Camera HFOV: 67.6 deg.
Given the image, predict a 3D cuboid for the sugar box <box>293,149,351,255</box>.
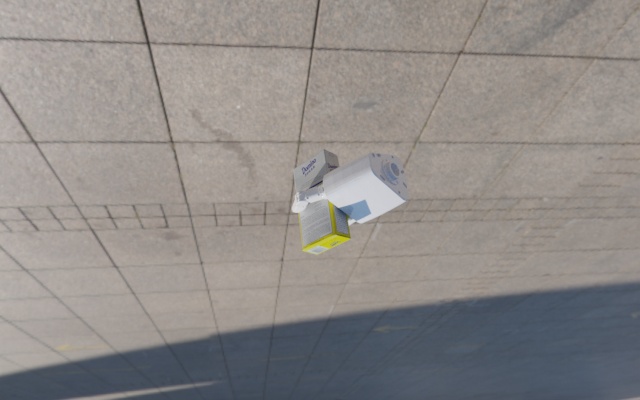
[{"bbox_3d":[0.001,0.003,0.898,0.048,0.176,0.093,20,-36,-40],"label":"sugar box"}]
